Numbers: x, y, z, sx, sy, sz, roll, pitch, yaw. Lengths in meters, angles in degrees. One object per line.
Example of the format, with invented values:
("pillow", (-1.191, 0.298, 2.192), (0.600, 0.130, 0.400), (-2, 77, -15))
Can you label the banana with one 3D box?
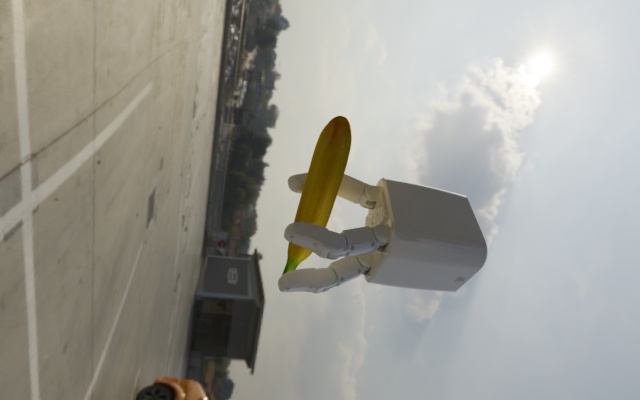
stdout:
("banana", (0.000, -0.006, 0.492), (0.037, 0.198, 0.069), (13, 31, -6))
